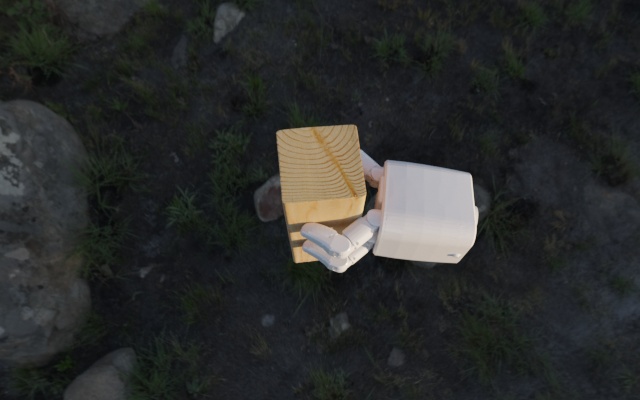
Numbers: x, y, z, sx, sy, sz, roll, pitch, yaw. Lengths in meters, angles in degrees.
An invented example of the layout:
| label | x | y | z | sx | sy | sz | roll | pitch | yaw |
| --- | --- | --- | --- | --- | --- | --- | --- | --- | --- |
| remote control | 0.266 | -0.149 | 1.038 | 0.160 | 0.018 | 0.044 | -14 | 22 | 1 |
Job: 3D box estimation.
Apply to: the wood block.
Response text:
| label | x | y | z | sx | sy | sz | roll | pitch | yaw |
| --- | --- | --- | --- | --- | --- | --- | --- | --- | --- |
| wood block | 0.000 | 0.002 | 0.596 | 0.090 | 0.090 | 0.206 | -5 | -24 | -2 |
